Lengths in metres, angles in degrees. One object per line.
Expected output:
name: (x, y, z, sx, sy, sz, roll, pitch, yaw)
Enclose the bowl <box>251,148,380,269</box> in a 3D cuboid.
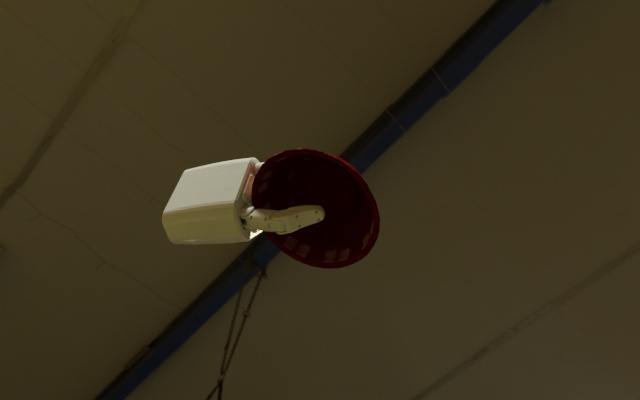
bowl: (0.002, 0.002, 0.578, 0.162, 0.162, 0.055, 0, 29, 25)
